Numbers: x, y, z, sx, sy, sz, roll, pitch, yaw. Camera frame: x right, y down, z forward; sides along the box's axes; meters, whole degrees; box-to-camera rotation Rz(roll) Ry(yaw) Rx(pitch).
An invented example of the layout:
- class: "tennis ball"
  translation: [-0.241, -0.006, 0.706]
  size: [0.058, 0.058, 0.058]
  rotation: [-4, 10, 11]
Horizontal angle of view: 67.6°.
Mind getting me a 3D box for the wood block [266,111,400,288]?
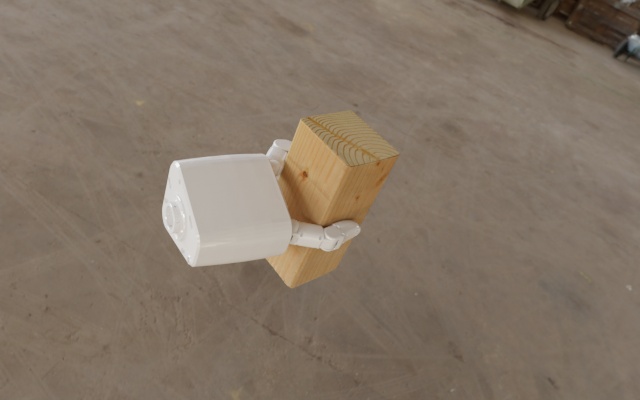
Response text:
- class: "wood block"
  translation: [0.000, 0.002, 0.601]
  size: [0.090, 0.206, 0.090]
  rotation: [-17, 54, -41]
